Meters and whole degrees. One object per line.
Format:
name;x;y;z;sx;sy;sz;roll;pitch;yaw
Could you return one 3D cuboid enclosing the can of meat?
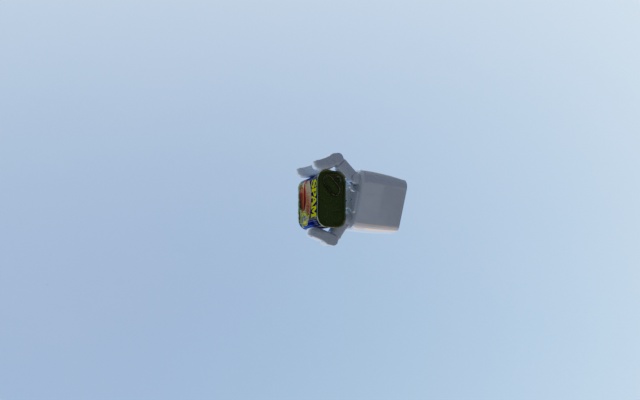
can of meat;0.000;0.003;0.864;0.057;0.102;0.084;6;-11;-28
